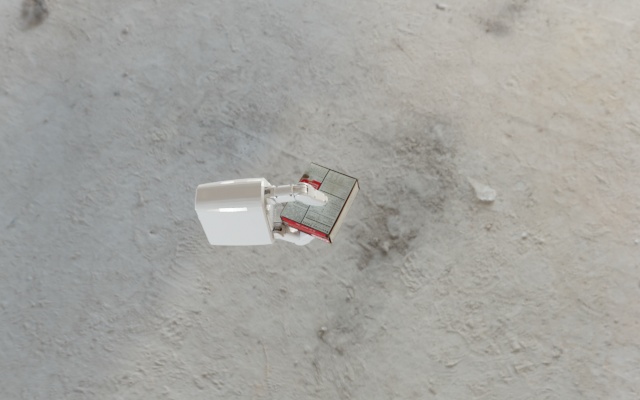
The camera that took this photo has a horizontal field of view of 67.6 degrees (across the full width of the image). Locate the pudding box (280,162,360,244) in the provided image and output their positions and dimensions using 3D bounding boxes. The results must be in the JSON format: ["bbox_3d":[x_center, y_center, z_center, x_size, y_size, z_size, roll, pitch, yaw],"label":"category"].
[{"bbox_3d":[0.000,0.002,0.768,0.090,0.113,0.039,22,-21,17],"label":"pudding box"}]
